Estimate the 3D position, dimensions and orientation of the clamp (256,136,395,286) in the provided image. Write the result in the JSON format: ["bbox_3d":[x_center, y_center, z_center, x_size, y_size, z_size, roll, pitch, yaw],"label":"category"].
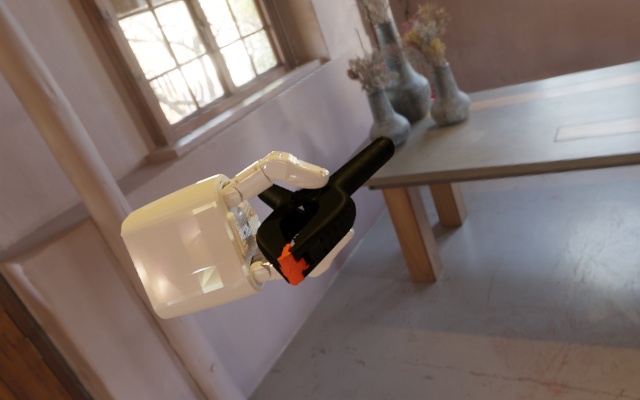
[{"bbox_3d":[-0.001,0.001,0.451,0.164,0.036,0.210,-22,22,12],"label":"clamp"}]
